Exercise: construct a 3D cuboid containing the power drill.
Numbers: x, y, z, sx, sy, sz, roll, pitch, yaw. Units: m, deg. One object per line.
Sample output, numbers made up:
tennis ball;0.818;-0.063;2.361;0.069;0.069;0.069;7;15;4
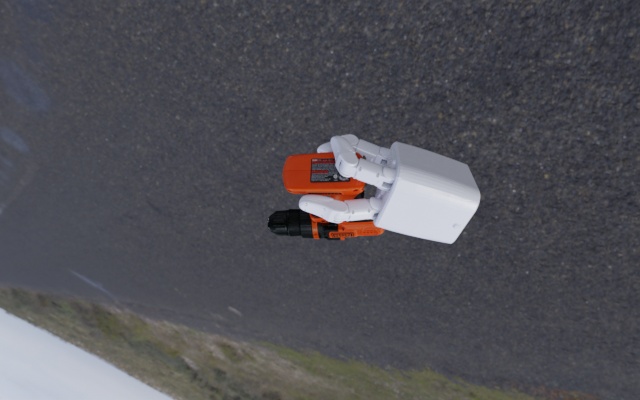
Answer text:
power drill;0.000;0.002;0.679;0.184;0.057;0.188;-4;-25;6
